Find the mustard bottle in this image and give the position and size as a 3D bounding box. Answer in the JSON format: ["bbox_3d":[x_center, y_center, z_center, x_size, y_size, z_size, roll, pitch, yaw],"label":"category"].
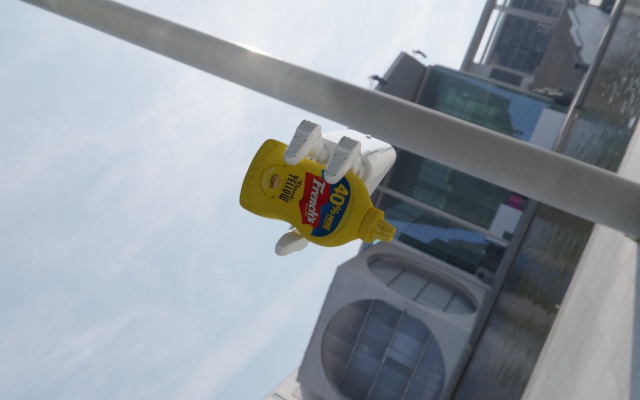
[{"bbox_3d":[0.000,0.002,0.571,0.191,0.096,0.058,25,0,21],"label":"mustard bottle"}]
